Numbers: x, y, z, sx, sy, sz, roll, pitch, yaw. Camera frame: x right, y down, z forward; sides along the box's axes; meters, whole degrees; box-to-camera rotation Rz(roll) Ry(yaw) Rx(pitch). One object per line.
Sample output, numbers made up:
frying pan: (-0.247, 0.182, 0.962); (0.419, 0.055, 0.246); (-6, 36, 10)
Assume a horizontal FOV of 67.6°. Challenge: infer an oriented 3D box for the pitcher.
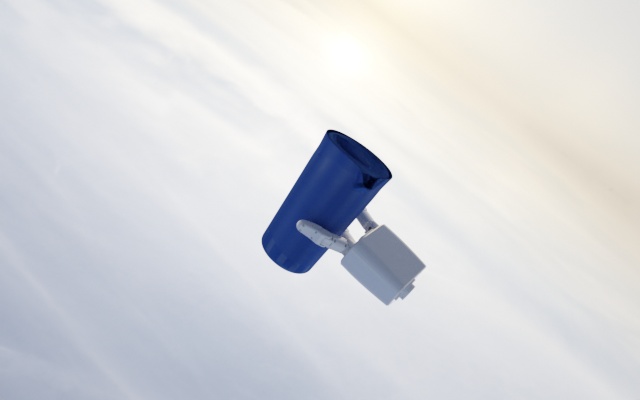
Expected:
pitcher: (0.000, 0.003, 0.832); (0.145, 0.243, 0.149); (42, 22, 14)
